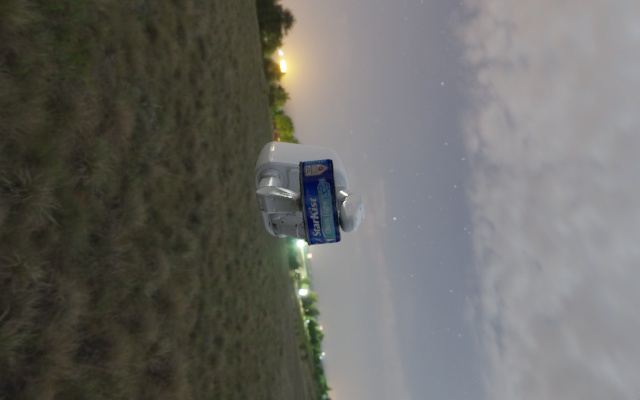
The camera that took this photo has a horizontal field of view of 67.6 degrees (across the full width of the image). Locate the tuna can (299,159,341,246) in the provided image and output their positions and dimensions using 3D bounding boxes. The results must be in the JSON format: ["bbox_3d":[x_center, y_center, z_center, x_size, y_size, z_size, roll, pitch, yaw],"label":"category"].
[{"bbox_3d":[0.001,0.002,0.480,0.034,0.086,0.086,-6,0,2],"label":"tuna can"}]
